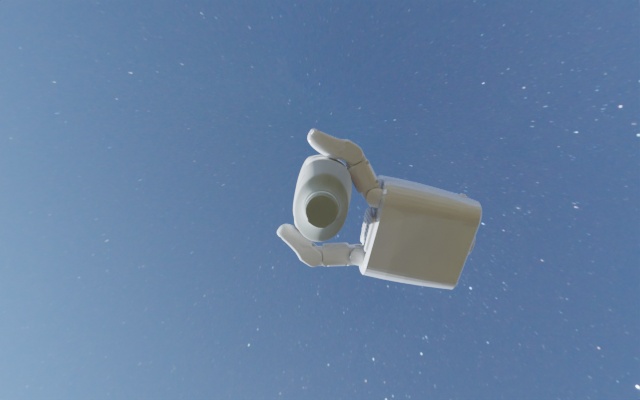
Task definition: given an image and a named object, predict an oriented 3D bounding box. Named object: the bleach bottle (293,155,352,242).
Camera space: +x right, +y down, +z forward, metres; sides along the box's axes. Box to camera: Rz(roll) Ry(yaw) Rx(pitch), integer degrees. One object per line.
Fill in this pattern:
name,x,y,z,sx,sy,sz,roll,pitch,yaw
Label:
bleach bottle,0.000,0.002,0.530,0.068,0.102,0.251,11,7,-1
